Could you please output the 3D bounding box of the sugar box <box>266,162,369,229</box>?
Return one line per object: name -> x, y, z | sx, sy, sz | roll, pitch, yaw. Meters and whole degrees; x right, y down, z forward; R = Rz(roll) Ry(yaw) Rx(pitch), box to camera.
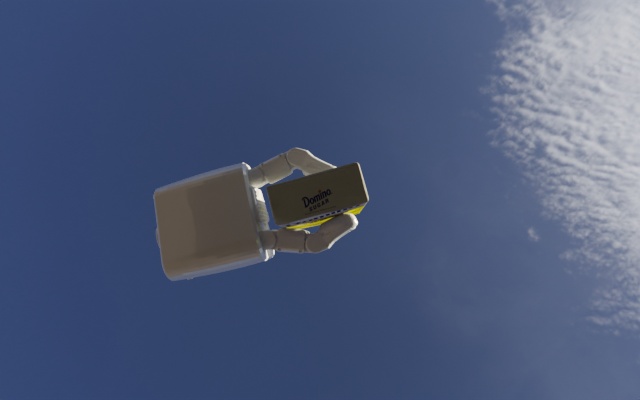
sugar box -> 0.000, 0.002, 0.531 | 0.093, 0.048, 0.176 | -15, -3, 1
